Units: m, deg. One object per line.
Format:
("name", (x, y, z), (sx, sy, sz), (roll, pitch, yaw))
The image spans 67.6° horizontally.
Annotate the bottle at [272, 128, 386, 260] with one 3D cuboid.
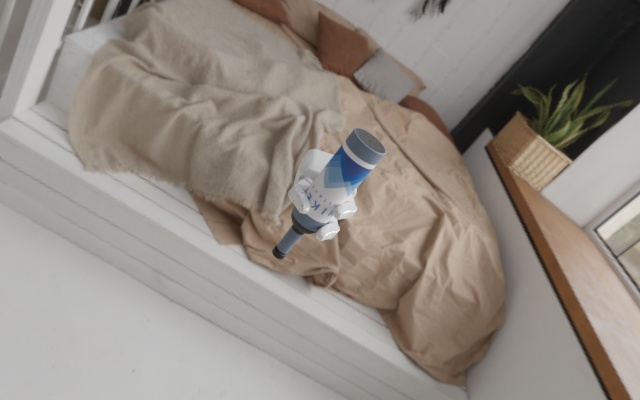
("bottle", (0.000, 0.003, 0.856), (0.069, 0.069, 0.296), (0, -44, -51))
